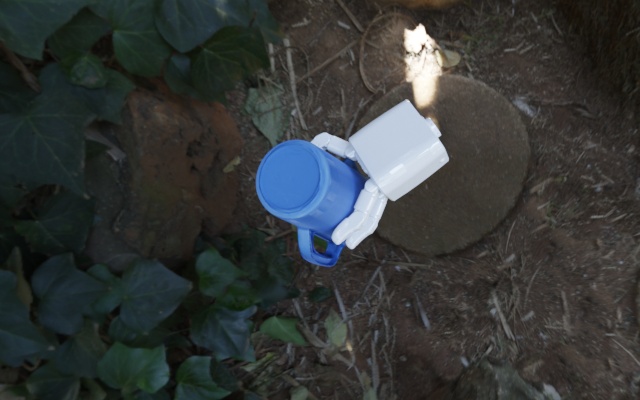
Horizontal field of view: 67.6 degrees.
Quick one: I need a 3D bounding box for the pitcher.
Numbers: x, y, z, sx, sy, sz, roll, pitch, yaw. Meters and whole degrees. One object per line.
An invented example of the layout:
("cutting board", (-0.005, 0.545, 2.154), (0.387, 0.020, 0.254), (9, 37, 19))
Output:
("pitcher", (0.000, 0.002, 0.728), (0.145, 0.149, 0.243), (-36, -20, 11))
